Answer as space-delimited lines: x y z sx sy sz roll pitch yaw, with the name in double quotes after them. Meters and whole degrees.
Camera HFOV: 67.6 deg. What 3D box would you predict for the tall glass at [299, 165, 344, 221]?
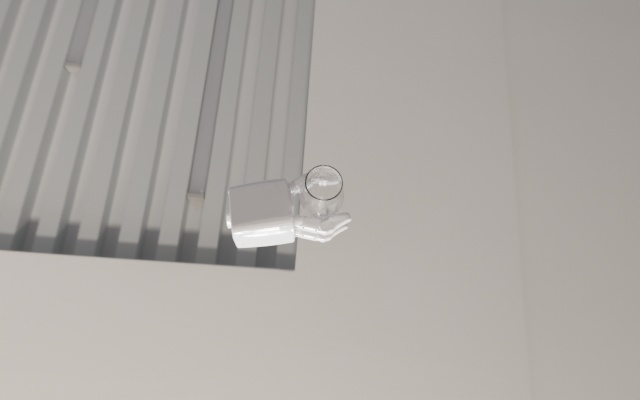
0.000 0.003 0.861 0.079 0.079 0.201 0 -19 -4 "tall glass"
